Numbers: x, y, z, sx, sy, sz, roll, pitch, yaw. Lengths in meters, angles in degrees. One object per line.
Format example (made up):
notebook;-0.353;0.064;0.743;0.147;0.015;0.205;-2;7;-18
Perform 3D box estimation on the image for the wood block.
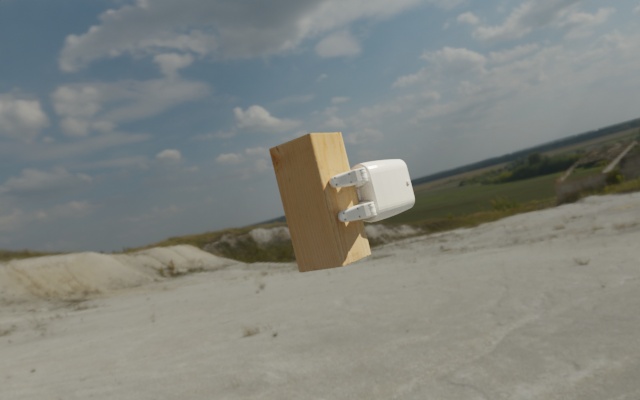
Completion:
wood block;0.000;0.002;0.774;0.091;0.206;0.090;-15;-1;38
